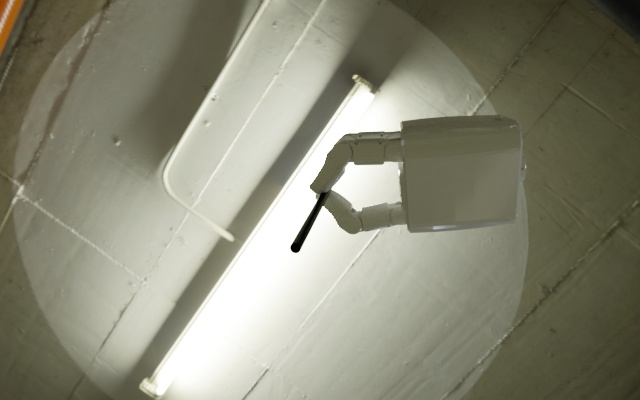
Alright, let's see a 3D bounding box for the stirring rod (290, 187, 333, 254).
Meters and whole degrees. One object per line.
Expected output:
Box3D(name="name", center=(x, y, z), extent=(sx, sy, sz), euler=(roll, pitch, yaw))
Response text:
Box3D(name="stirring rod", center=(0.000, 0.002, 0.445), extent=(0.011, 0.011, 0.239), euler=(0, 15, 9))
